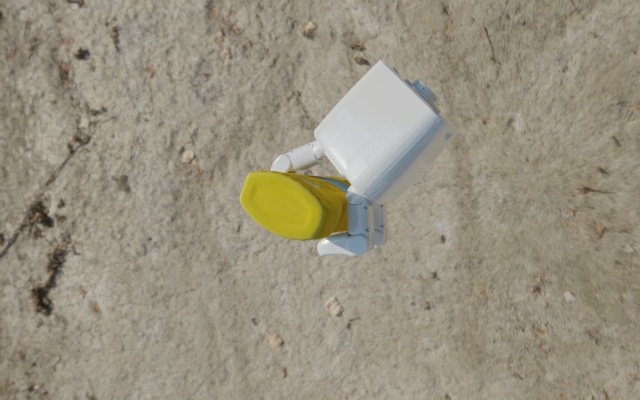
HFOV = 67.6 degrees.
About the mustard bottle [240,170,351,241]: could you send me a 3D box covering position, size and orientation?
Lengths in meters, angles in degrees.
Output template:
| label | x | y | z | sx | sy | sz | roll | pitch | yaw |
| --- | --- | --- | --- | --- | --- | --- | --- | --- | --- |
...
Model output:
| label | x | y | z | sx | sy | sz | roll | pitch | yaw |
| --- | --- | --- | --- | --- | --- | --- | --- | --- | --- |
| mustard bottle | 0.000 | 0.002 | 0.535 | 0.096 | 0.058 | 0.191 | 23 | 11 | 22 |
